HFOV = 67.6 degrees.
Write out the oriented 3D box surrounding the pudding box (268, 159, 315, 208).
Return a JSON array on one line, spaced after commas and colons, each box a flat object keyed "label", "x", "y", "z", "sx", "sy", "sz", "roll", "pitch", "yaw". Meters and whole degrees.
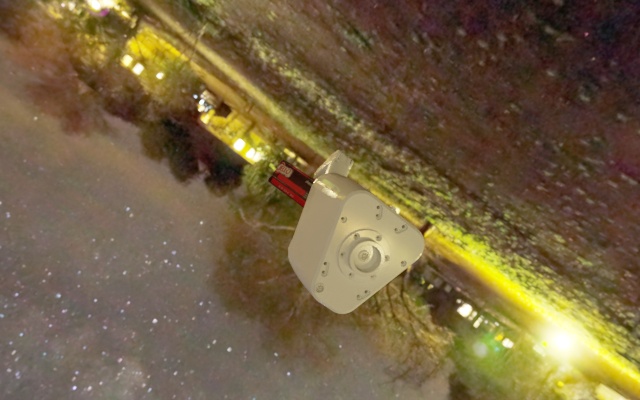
[{"label": "pudding box", "x": 0.000, "y": 0.002, "z": 0.597, "sx": 0.090, "sy": 0.039, "sz": 0.113, "roll": 37, "pitch": -1, "yaw": 45}]
